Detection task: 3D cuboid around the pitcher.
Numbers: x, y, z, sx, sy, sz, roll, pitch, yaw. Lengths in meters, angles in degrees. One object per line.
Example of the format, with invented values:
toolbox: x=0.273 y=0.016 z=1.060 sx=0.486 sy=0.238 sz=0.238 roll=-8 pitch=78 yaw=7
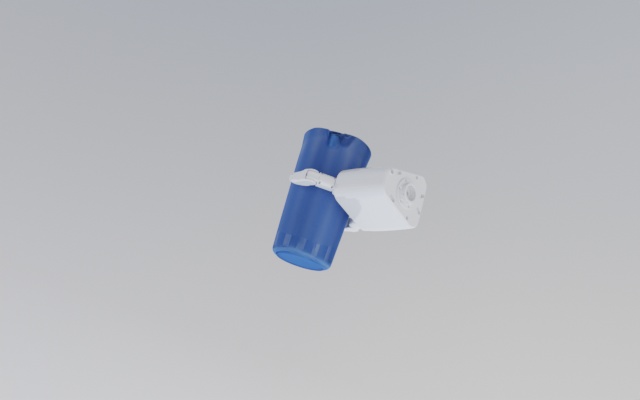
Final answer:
pitcher: x=0.000 y=0.003 z=0.881 sx=0.145 sy=0.242 sz=0.149 roll=-4 pitch=-29 yaw=47
